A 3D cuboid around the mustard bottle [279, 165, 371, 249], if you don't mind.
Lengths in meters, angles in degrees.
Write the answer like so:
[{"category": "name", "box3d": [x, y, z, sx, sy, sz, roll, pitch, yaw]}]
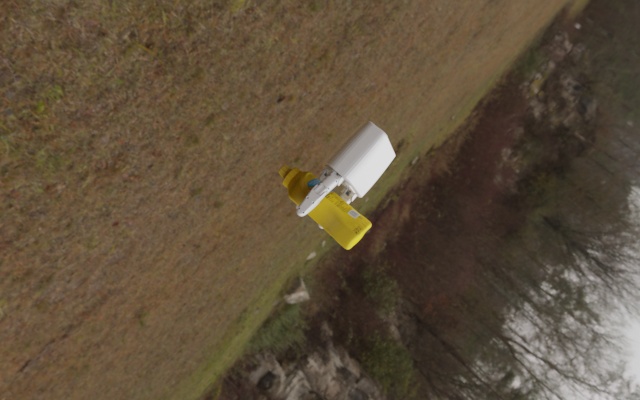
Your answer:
[{"category": "mustard bottle", "box3d": [0.000, 0.003, 0.857, 0.191, 0.058, 0.096, 41, 23, 10]}]
